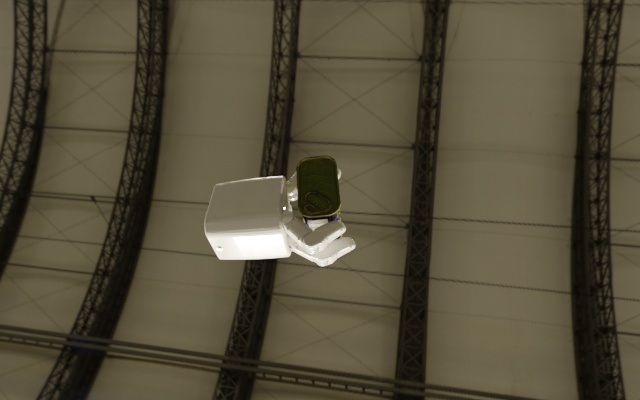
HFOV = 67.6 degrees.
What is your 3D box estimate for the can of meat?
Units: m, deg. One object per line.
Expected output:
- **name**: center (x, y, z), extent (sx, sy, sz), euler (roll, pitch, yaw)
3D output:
- **can of meat**: center (0.000, 0.002, 0.680), extent (0.057, 0.102, 0.084), euler (-6, -35, 2)
